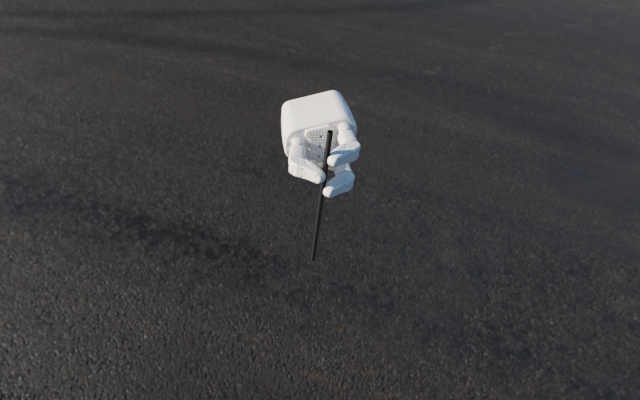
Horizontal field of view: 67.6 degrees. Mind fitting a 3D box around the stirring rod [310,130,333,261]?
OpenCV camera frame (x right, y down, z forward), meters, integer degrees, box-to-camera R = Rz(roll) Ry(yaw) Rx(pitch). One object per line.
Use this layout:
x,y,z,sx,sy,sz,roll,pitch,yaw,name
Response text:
0.000,0.002,0.710,0.011,0.240,0.011,5,38,-4,stirring rod
